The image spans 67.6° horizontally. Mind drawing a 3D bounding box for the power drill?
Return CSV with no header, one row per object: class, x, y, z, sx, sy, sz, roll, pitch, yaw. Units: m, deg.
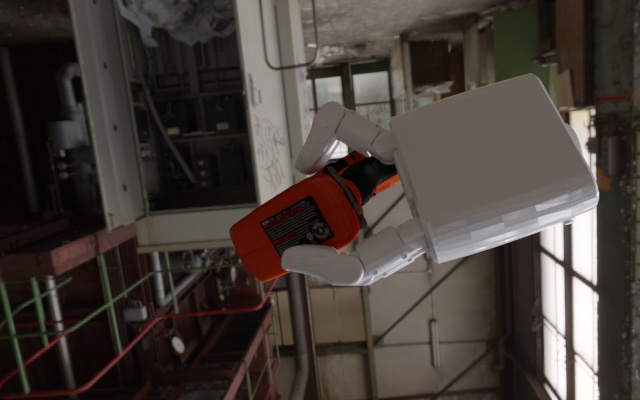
power drill,0.000,0.001,0.435,0.184,0.057,0.187,-31,5,30
